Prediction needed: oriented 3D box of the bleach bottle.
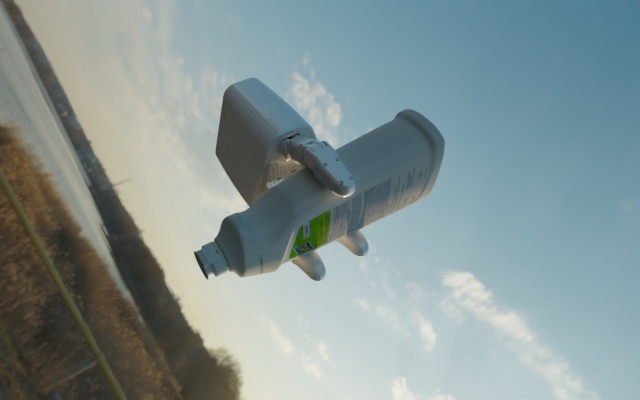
[{"bbox_3d":[0.000,0.002,0.459,0.251,0.103,0.068,-25,54,-22],"label":"bleach bottle"}]
